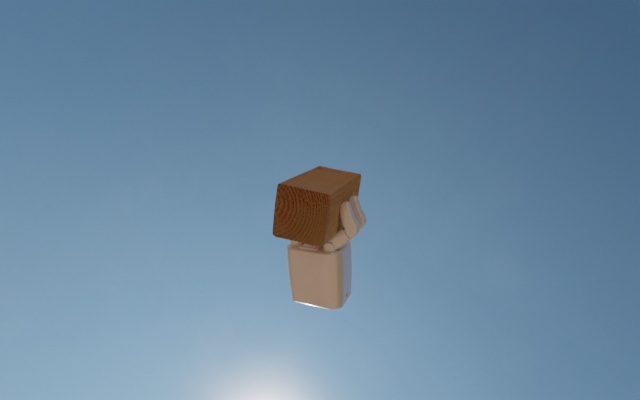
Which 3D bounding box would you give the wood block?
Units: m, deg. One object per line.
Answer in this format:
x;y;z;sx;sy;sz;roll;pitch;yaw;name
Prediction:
0.000;0.003;0.843;0.091;0.090;0.206;11;15;15;wood block
